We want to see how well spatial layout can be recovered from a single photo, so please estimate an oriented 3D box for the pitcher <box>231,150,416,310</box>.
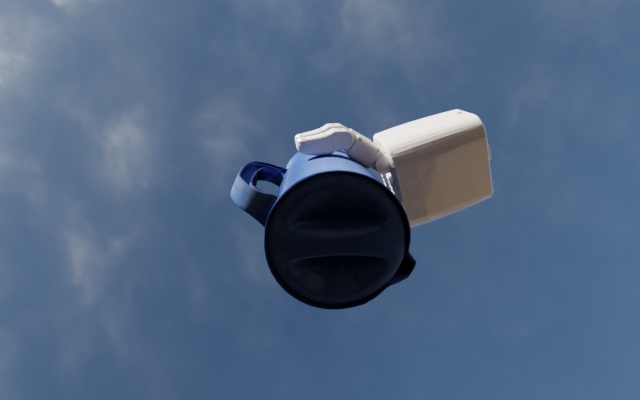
[{"bbox_3d":[0.000,0.002,0.534,0.145,0.149,0.242,-21,16,3],"label":"pitcher"}]
